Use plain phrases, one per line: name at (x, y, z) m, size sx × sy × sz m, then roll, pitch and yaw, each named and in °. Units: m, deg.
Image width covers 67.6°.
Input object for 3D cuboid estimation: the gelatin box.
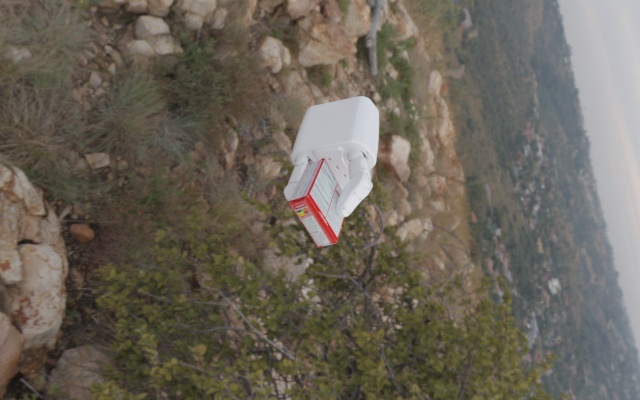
gelatin box at (0.000, 0.002, 0.589) m, size 0.030 × 0.073 × 0.089 m, roll -18°, pitch 29°, yaw 26°
